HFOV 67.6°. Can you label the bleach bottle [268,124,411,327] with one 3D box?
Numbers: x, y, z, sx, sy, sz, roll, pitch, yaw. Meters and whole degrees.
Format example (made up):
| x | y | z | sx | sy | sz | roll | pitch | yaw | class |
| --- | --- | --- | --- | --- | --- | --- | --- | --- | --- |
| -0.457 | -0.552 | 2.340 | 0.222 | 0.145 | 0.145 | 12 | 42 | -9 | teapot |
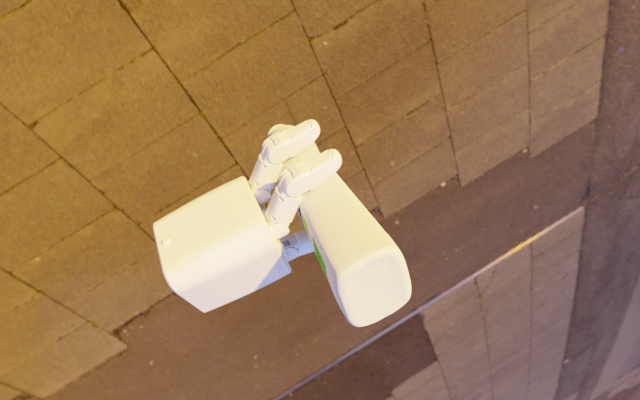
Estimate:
| x | y | z | sx | sy | sz | roll | pitch | yaw | class |
| --- | --- | --- | --- | --- | --- | --- | --- | --- | --- |
| 0.000 | 0.002 | 0.496 | 0.068 | 0.103 | 0.250 | -27 | 46 | -6 | bleach bottle |
